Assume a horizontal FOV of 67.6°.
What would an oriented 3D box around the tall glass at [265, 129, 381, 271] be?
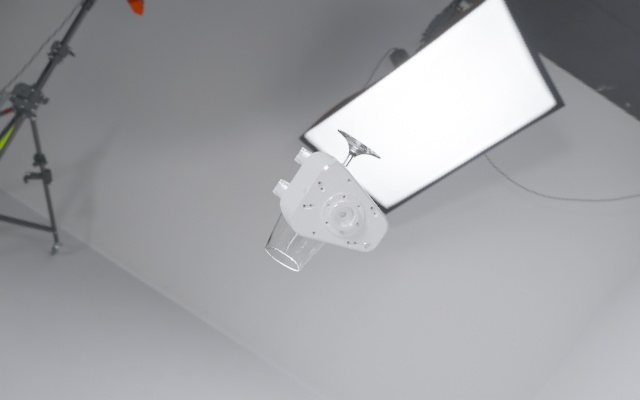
[{"bbox_3d":[0.001,0.002,0.682,0.079,0.201,0.079,34,4,-3],"label":"tall glass"}]
